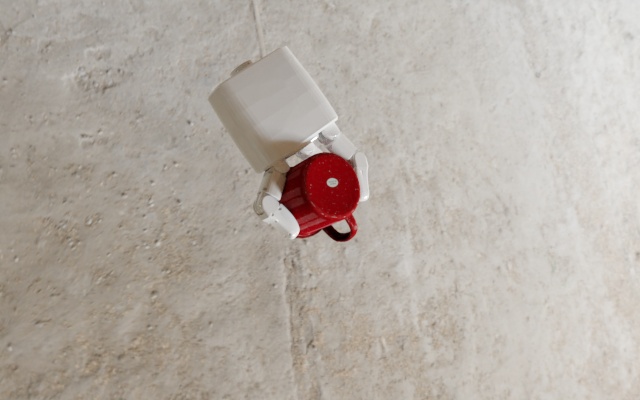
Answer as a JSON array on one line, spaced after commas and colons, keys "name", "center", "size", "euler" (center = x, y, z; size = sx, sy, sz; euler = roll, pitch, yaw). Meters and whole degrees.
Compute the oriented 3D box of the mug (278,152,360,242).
[{"name": "mug", "center": [0.001, 0.003, 0.567], "size": [0.093, 0.117, 0.081], "euler": [-42, 10, -34]}]
